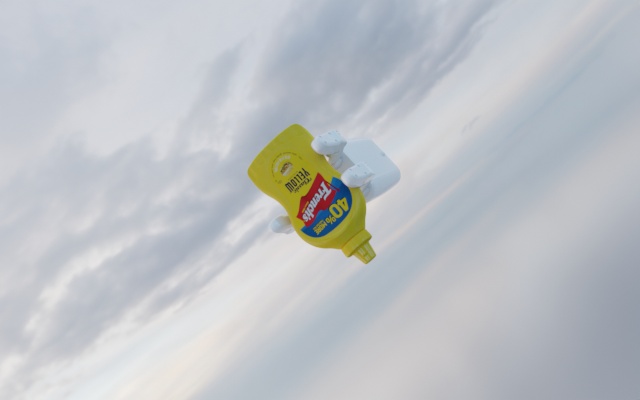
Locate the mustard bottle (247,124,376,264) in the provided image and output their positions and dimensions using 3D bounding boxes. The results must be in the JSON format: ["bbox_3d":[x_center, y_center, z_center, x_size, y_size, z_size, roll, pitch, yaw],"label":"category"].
[{"bbox_3d":[0.000,0.002,0.597,0.096,0.191,0.058,-43,-13,8],"label":"mustard bottle"}]
